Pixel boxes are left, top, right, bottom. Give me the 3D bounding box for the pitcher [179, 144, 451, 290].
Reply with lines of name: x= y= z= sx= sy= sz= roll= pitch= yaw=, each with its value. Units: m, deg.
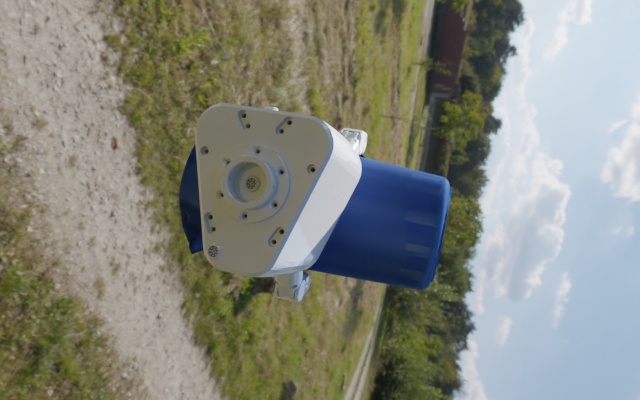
pitcher: x=0.000 y=0.002 z=0.477 sx=0.243 sy=0.149 sz=0.145 roll=12 pitch=-2 yaw=13
